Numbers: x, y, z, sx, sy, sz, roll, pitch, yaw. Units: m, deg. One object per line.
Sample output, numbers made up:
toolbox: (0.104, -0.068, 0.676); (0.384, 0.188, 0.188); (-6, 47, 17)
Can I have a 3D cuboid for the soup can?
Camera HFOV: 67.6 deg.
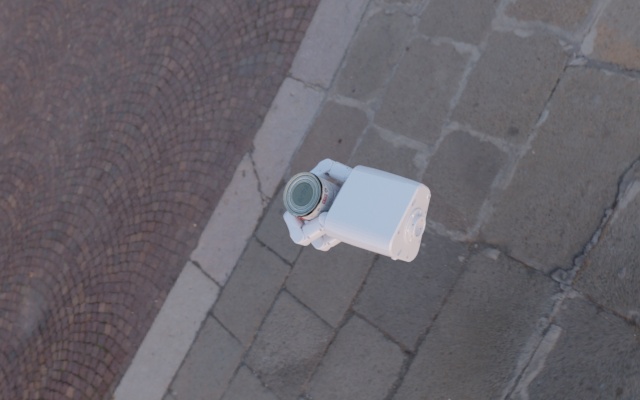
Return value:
soup can: (0.000, 0.002, 0.711); (0.068, 0.068, 0.102); (0, -13, 33)
